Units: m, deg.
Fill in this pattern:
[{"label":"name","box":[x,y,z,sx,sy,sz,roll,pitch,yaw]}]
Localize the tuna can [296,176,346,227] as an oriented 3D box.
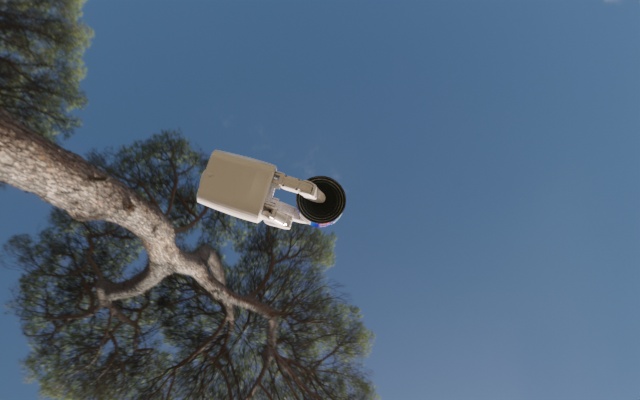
[{"label":"tuna can","box":[0.000,0.003,0.827,0.086,0.086,0.034,0,-17,-4]}]
